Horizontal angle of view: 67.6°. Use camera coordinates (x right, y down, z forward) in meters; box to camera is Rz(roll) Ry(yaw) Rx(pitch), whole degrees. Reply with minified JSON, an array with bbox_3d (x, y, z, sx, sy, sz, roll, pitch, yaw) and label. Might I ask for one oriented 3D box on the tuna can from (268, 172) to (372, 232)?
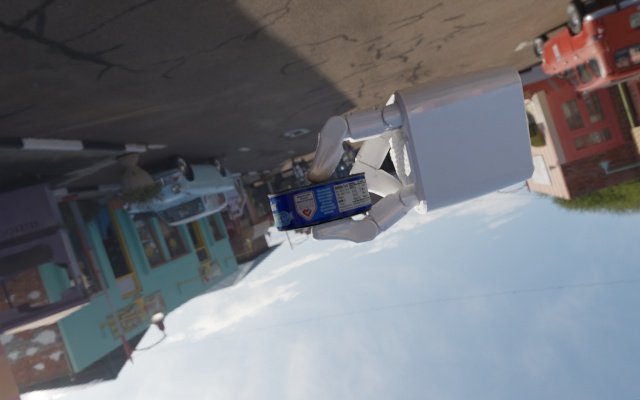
[{"bbox_3d":[0.000,0.002,0.411,0.086,0.034,0.086,-13,1,0],"label":"tuna can"}]
